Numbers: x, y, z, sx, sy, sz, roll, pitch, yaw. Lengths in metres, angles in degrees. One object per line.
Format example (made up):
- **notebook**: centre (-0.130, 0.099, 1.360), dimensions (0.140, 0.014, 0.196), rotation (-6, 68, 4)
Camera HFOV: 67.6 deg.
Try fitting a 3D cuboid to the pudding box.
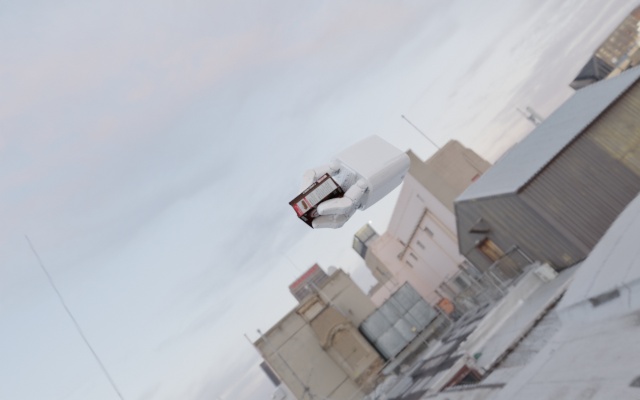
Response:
- **pudding box**: centre (0.000, 0.003, 0.853), dimensions (0.090, 0.039, 0.113), rotation (-39, -20, 2)
